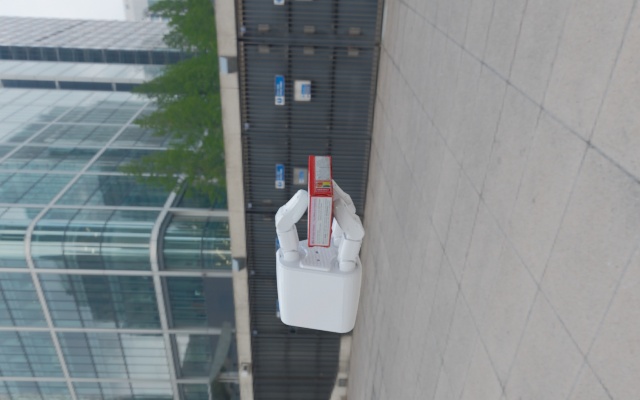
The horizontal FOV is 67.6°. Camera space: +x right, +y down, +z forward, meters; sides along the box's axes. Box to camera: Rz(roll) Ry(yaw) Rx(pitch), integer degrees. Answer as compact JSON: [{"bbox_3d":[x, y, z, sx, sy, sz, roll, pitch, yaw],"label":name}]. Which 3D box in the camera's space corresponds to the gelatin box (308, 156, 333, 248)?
[{"bbox_3d":[0.000,0.002,0.578,0.030,0.089,0.073,1,43,-1],"label":"gelatin box"}]
